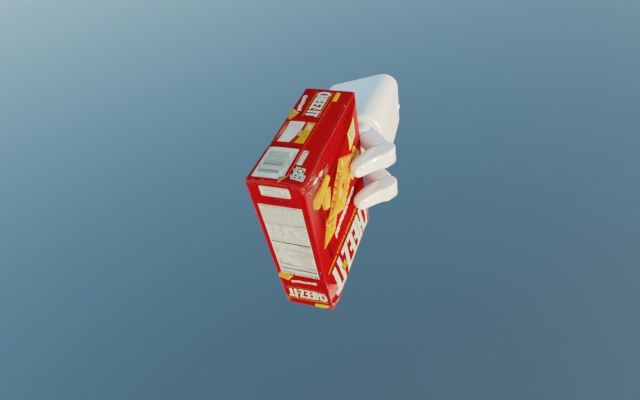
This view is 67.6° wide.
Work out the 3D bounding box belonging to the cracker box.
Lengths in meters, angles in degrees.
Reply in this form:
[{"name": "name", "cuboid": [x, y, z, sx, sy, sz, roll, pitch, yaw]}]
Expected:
[{"name": "cracker box", "cuboid": [0.000, 0.002, 0.572, 0.072, 0.164, 0.214, 9, -42, 21]}]
